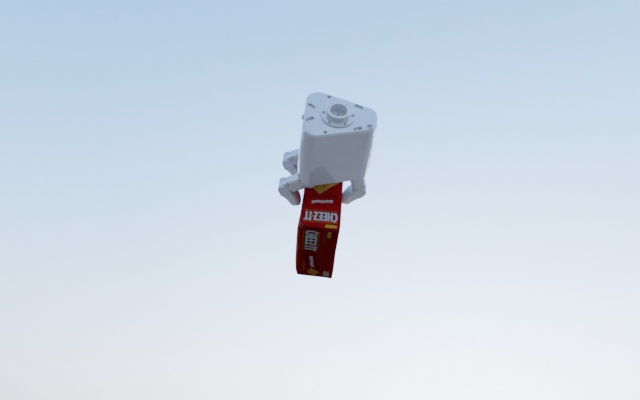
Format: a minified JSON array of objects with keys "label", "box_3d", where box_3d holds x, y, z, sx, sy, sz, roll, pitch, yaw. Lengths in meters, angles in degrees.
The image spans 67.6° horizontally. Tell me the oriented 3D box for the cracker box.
[{"label":"cracker box","box_3d":[0.000,0.003,0.835,0.072,0.213,0.164,6,-36,1]}]
